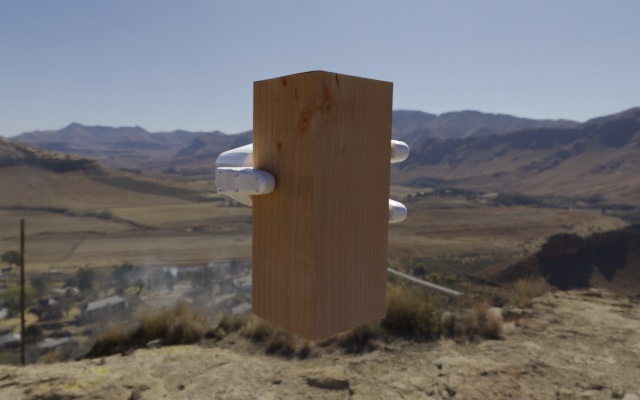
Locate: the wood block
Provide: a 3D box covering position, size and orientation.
[{"bbox_3d":[0.000,0.001,0.417,0.091,0.206,0.090,-5,8,-42],"label":"wood block"}]
